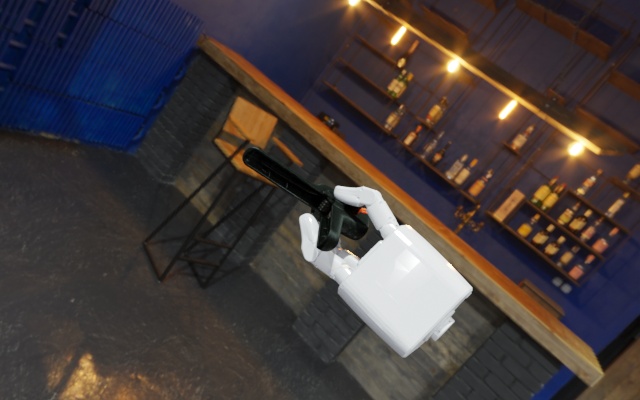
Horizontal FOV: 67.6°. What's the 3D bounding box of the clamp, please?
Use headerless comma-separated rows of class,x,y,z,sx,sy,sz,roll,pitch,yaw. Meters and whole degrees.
clamp,0.001,0.002,0.604,0.164,0.036,0.210,46,15,22
